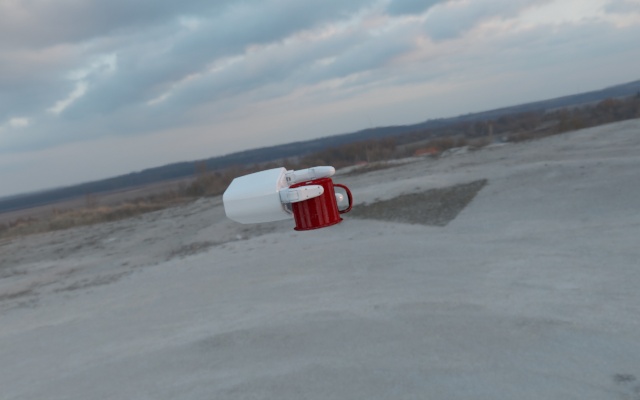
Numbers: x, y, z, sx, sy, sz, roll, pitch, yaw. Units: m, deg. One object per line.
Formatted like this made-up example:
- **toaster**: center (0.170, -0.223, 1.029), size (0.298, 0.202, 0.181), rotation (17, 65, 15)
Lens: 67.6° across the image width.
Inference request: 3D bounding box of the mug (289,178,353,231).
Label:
- **mug**: center (0.001, 0.002, 0.870), size (0.117, 0.081, 0.093), rotation (-11, 6, 8)
